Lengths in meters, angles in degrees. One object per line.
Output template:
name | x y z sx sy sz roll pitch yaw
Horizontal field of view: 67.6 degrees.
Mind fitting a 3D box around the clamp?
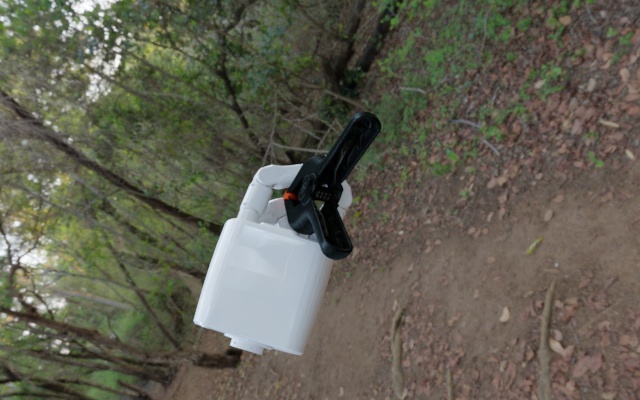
clamp | -0.001 0.001 0.436 0.039 0.120 0.171 22 -20 -14
